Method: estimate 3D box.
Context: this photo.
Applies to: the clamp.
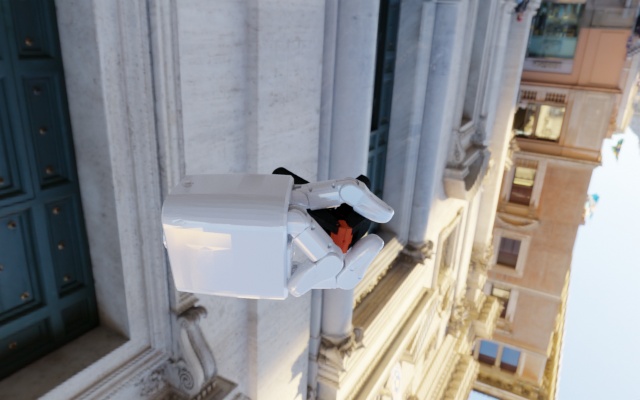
[{"bbox_3d":[0.000,0.002,0.516,0.120,0.039,0.171,3,20,0],"label":"clamp"}]
